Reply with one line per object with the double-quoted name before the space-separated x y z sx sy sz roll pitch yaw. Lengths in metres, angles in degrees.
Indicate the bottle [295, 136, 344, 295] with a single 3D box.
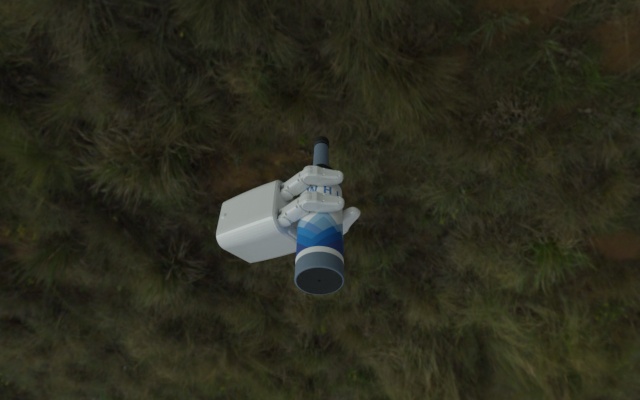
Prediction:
"bottle" 0.000 0.003 0.737 0.069 0.295 0.069 0 -44 0
